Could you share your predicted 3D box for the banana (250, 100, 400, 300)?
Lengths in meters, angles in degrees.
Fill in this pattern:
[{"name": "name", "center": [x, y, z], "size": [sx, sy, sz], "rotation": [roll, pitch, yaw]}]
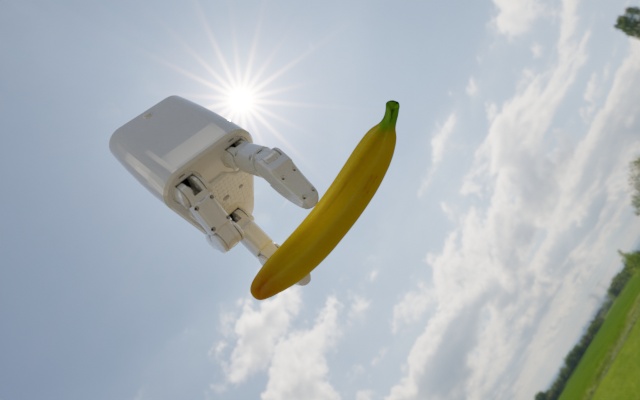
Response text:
[{"name": "banana", "center": [0.010, 0.005, 0.416], "size": [0.037, 0.198, 0.070], "rotation": [32, -4, 32]}]
